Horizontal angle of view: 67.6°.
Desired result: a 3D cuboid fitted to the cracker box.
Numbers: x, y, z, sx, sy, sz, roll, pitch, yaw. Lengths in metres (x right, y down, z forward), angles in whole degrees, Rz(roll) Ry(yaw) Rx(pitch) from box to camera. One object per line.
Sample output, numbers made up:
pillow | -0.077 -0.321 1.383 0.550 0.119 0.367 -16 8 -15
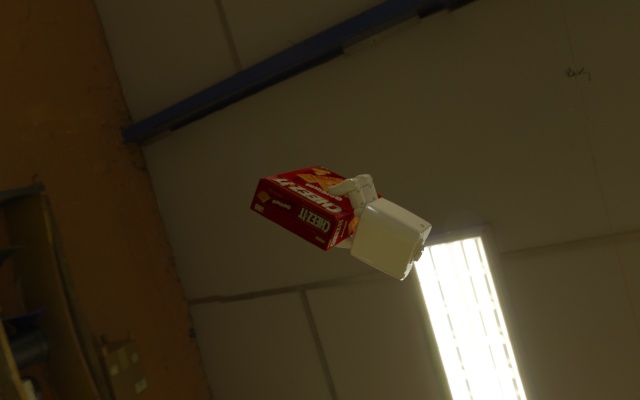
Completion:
cracker box | 0.000 0.003 0.897 0.164 0.072 0.213 27 21 21
